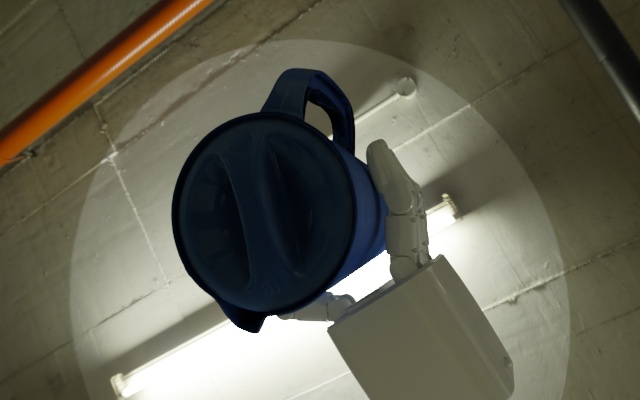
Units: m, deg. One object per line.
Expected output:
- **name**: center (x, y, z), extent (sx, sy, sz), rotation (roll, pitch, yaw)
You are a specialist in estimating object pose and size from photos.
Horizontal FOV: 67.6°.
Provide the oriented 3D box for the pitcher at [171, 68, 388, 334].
- **pitcher**: center (0.000, 0.002, 0.414), extent (0.149, 0.145, 0.243), rotation (-36, -12, 15)
